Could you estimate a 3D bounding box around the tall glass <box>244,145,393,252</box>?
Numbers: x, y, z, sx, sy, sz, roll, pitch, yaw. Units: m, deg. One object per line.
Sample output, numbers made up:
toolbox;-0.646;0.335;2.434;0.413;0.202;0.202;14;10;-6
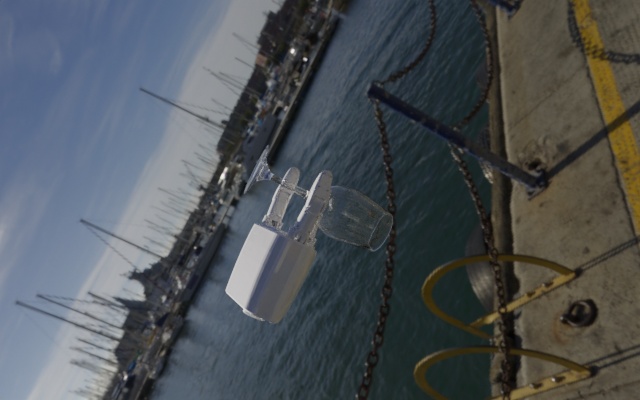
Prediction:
tall glass;0.000;0.002;0.664;0.201;0.079;0.079;26;-6;-12
